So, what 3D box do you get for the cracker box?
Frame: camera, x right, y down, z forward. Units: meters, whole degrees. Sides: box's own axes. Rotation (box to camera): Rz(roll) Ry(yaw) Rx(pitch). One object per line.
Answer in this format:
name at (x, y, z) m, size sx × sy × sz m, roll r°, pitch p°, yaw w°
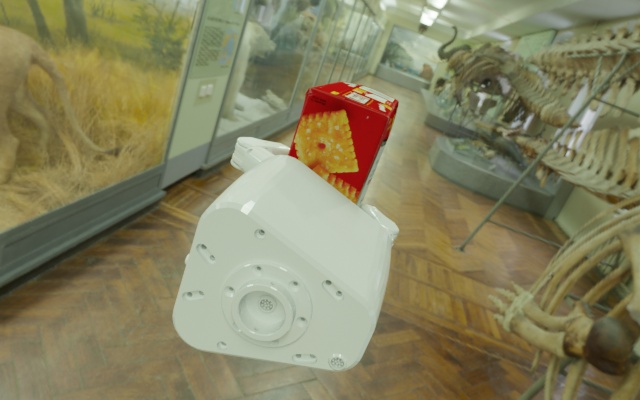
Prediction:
cracker box at (0.000, 0.001, 0.445) m, size 0.072 × 0.214 × 0.164 m, roll 22°, pitch 19°, yaw 4°
